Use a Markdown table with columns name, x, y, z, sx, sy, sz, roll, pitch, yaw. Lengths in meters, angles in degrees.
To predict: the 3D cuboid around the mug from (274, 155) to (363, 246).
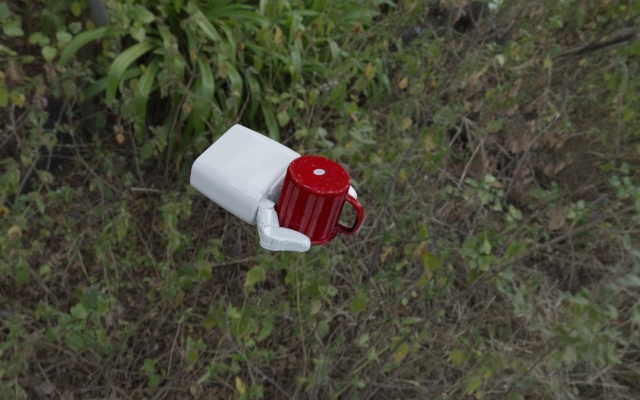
| name | x | y | z | sx | sy | sz | roll | pitch | yaw |
| --- | --- | --- | --- | --- | --- | --- | --- | --- | --- |
| mug | 0.001 | 0.003 | 0.605 | 0.117 | 0.082 | 0.093 | 28 | 38 | 13 |
